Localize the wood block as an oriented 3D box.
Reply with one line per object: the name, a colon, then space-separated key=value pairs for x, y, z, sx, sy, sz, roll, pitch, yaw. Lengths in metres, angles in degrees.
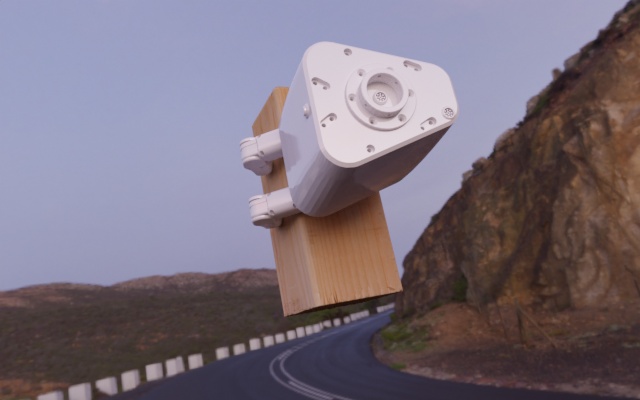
wood block: x=0.000 y=0.001 z=0.476 sx=0.091 sy=0.206 sz=0.090 roll=-4 pitch=-17 yaw=-25
